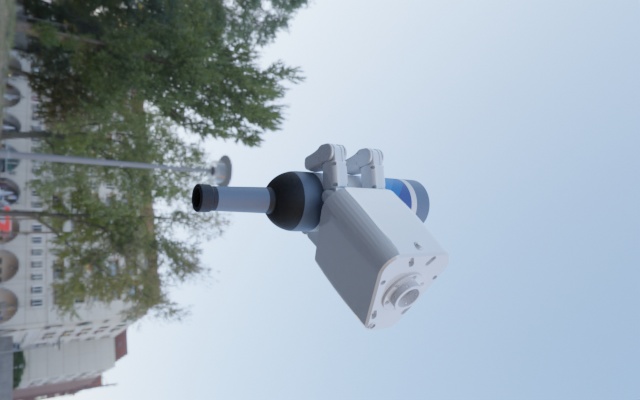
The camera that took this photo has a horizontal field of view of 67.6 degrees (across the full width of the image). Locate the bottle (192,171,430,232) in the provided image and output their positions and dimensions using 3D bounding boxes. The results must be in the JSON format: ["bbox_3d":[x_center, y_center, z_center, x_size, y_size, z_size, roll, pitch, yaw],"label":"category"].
[{"bbox_3d":[0.000,0.002,0.544,0.296,0.069,0.069,2,-1,-36],"label":"bottle"}]
